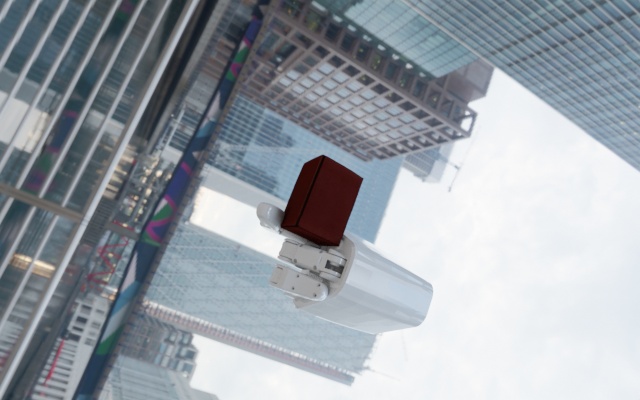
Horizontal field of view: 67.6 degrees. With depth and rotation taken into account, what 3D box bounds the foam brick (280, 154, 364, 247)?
[{"bbox_3d":[0.000,0.001,0.492,0.051,0.078,0.053,26,-13,-20],"label":"foam brick"}]
